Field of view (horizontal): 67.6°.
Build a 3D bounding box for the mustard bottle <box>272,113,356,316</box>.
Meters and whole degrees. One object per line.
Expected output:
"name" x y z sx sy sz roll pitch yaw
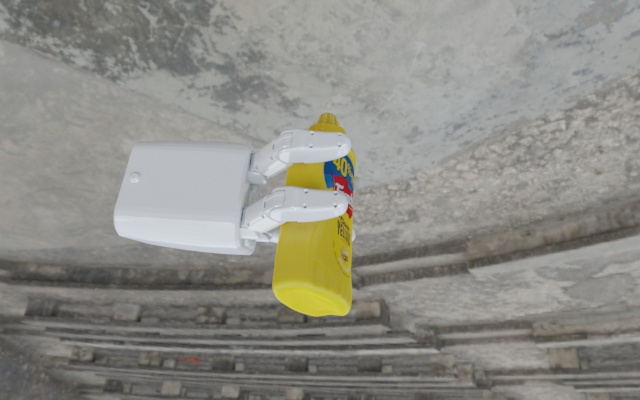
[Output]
"mustard bottle" 0.000 0.002 0.437 0.058 0.191 0.096 -8 -30 22
